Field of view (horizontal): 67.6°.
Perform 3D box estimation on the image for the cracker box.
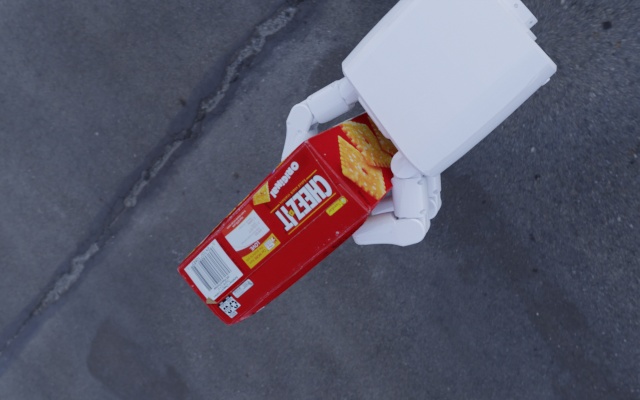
[{"bbox_3d":[0.000,0.001,0.427,0.164,0.072,0.213,-42,-3,29],"label":"cracker box"}]
